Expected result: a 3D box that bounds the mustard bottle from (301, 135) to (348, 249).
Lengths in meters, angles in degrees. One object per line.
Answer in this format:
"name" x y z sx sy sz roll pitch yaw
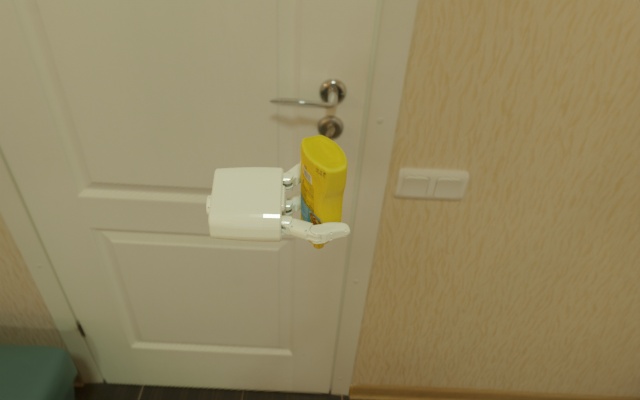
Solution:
"mustard bottle" 0.000 0.002 0.741 0.058 0.192 0.096 -15 43 -21
